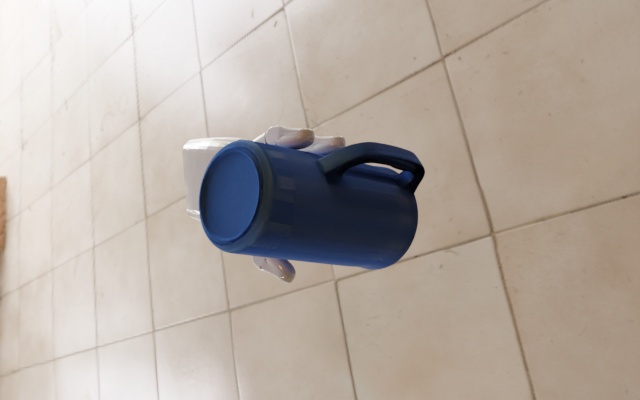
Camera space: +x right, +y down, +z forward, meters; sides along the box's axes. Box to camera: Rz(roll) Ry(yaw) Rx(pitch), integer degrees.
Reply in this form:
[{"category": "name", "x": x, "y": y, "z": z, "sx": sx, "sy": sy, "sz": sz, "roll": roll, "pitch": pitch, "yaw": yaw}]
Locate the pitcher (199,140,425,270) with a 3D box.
[{"category": "pitcher", "x": 0.000, "y": 0.002, "z": 0.526, "sx": 0.145, "sy": 0.149, "sz": 0.243, "roll": 10, "pitch": 0, "yaw": 41}]
